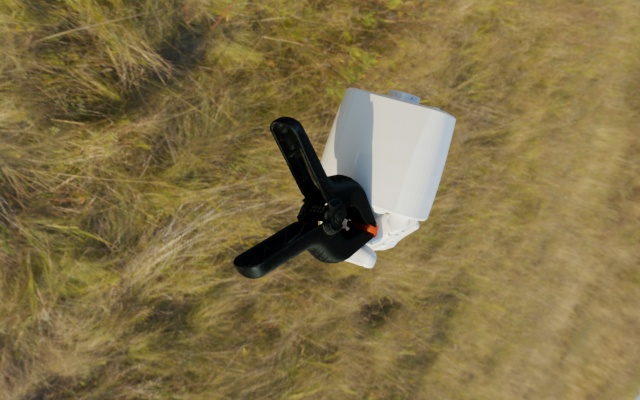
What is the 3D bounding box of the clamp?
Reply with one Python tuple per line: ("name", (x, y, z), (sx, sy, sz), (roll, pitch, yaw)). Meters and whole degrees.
("clamp", (0.001, 0.002, 0.402), (0.039, 0.120, 0.171), (18, 7, 32))
